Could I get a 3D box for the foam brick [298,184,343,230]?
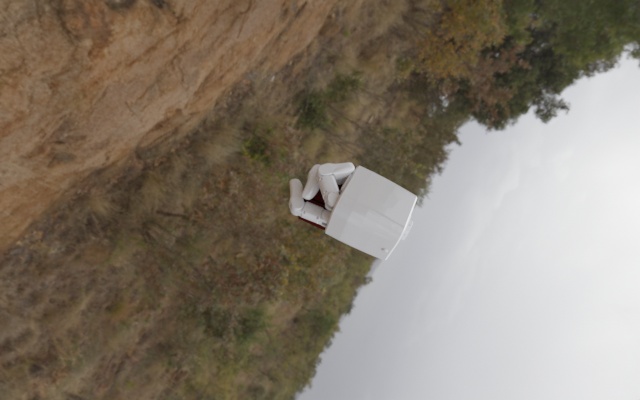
[{"bbox_3d":[0.000,0.003,0.784,0.051,0.053,0.078,24,-31,4],"label":"foam brick"}]
